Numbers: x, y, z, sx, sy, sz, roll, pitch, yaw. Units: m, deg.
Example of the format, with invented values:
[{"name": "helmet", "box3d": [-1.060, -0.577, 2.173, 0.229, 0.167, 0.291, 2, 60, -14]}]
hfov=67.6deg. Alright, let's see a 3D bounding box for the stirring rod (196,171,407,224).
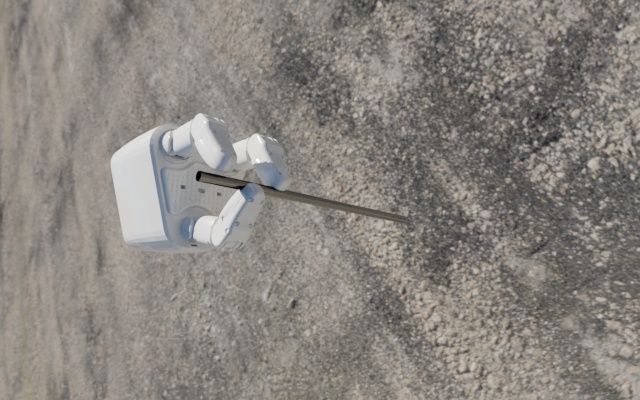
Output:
[{"name": "stirring rod", "box3d": [0.000, 0.001, 0.422, 0.239, 0.011, 0.011, 12, -8, -42]}]
